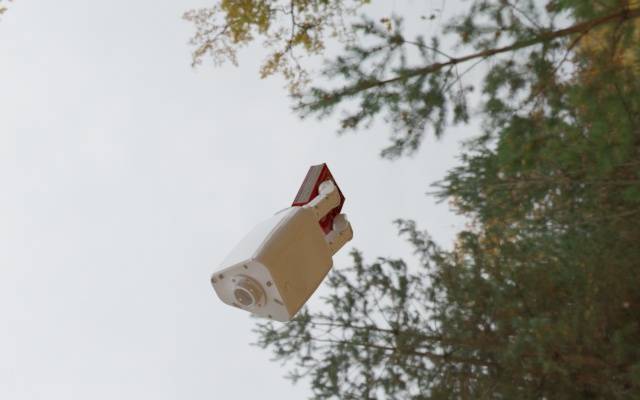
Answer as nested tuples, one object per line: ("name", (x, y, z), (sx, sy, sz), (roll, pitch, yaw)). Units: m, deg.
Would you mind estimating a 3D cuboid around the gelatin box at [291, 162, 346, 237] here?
("gelatin box", (0.000, 0.002, 0.681), (0.030, 0.073, 0.089), (-9, 38, 30))
